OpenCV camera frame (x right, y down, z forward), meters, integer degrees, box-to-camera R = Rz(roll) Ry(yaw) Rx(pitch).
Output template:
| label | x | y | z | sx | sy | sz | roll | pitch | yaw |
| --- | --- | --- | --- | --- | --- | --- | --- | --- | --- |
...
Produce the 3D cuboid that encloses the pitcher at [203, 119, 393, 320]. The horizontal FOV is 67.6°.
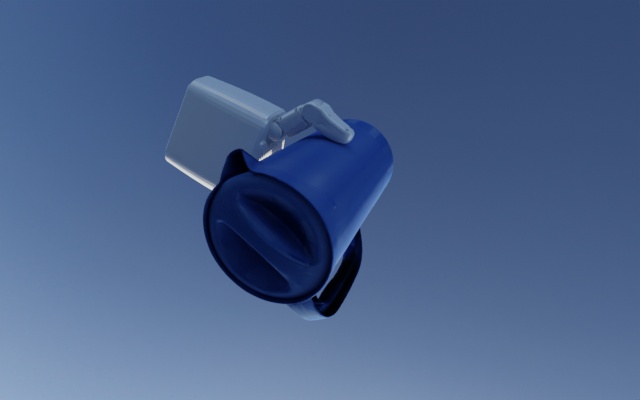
| label | x | y | z | sx | sy | sz | roll | pitch | yaw |
| --- | --- | --- | --- | --- | --- | --- | --- | --- | --- |
| pitcher | 0.000 | 0.002 | 0.522 | 0.145 | 0.149 | 0.242 | 27 | 32 | 13 |
